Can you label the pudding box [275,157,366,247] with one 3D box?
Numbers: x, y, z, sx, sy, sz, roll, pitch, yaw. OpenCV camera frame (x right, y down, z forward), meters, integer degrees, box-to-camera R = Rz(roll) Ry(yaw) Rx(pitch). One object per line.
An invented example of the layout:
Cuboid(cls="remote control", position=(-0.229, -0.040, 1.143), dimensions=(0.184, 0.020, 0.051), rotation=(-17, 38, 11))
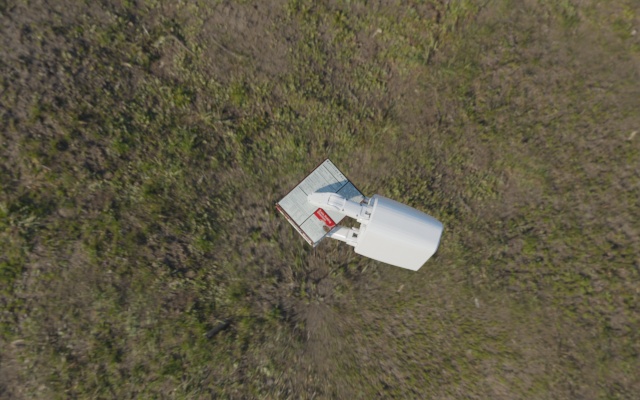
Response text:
Cuboid(cls="pudding box", position=(0.000, 0.002, 0.743), dimensions=(0.113, 0.090, 0.039), rotation=(-42, -5, -10))
